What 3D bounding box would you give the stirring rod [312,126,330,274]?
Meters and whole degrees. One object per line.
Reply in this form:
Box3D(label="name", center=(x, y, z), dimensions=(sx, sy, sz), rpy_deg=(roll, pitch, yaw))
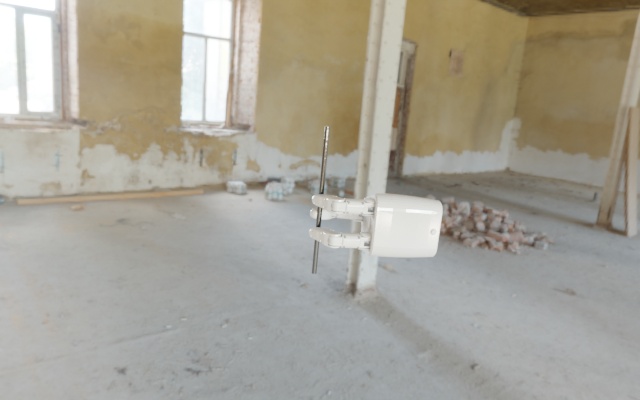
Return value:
Box3D(label="stirring rod", center=(0.000, 0.003, 0.762), dimensions=(0.011, 0.239, 0.011), rpy_deg=(5, 12, -1))
